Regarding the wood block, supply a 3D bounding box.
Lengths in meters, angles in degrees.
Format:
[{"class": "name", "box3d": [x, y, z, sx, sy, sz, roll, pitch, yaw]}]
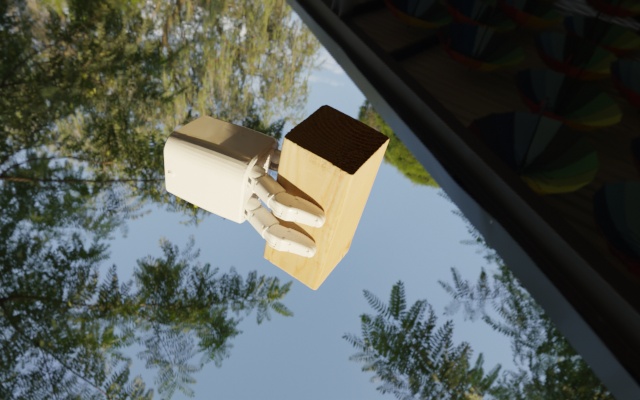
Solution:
[{"class": "wood block", "box3d": [0.000, 0.002, 0.588, 0.090, 0.206, 0.090, 30, 47, 15]}]
